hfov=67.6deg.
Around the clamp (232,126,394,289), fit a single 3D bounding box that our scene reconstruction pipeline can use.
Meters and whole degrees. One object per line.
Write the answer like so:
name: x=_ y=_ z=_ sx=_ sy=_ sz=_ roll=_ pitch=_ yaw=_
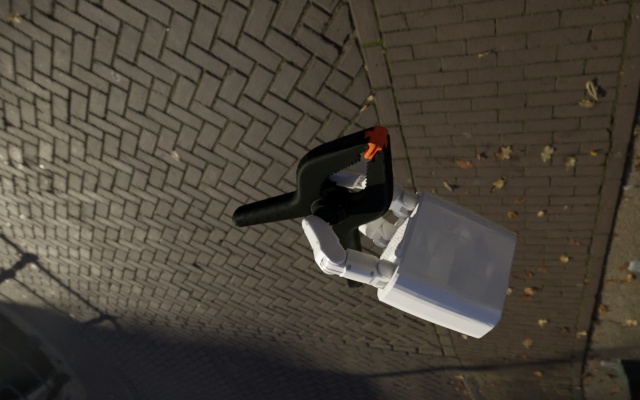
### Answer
clamp: x=0.000 y=0.002 z=0.473 sx=0.164 sy=0.036 sz=0.210 roll=23 pitch=-43 yaw=-1
